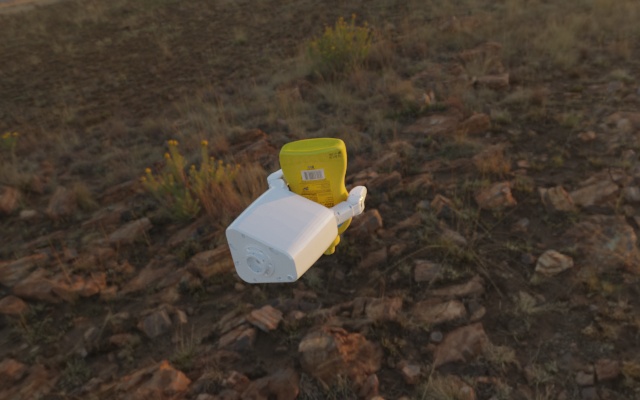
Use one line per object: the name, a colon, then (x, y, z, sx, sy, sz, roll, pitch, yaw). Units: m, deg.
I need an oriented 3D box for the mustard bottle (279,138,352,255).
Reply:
mustard bottle: (0.000, 0.002, 0.735, 0.096, 0.192, 0.058, -5, 30, 8)
